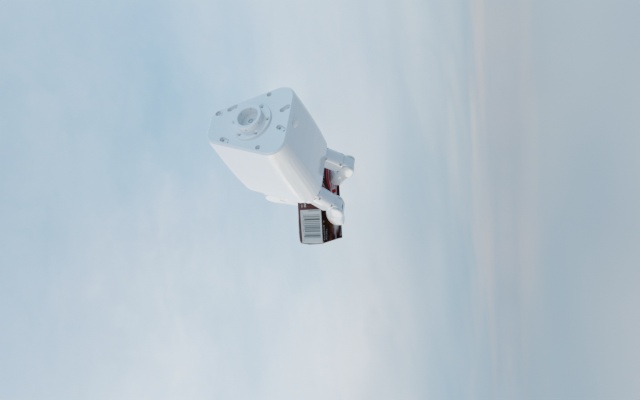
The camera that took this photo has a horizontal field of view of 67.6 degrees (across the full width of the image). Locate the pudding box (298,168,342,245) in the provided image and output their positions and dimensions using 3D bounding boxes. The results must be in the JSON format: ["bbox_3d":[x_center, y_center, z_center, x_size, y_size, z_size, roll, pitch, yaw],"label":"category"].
[{"bbox_3d":[0.000,0.002,0.677,0.039,0.113,0.090,-1,1,20],"label":"pudding box"}]
